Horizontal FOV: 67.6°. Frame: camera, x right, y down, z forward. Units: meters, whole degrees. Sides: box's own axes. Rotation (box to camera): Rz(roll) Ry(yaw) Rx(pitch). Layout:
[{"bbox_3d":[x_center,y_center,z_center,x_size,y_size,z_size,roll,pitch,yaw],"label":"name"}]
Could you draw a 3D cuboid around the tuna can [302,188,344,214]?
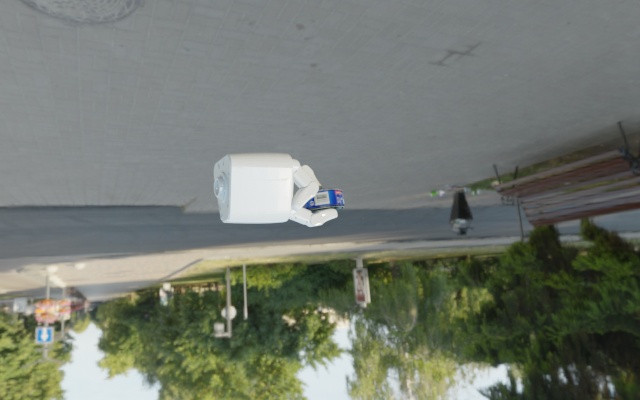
[{"bbox_3d":[0.000,0.003,0.869,0.086,0.033,0.086,-9,-8,-1],"label":"tuna can"}]
